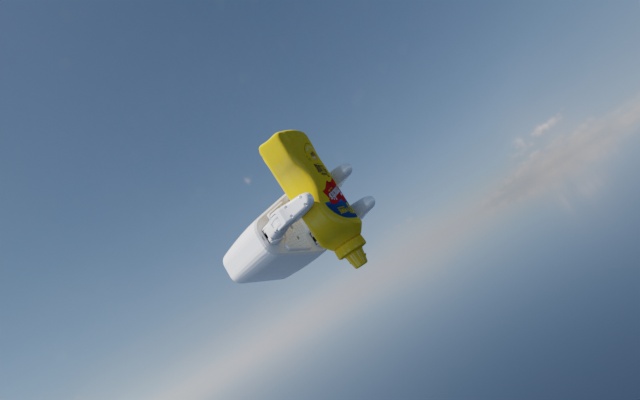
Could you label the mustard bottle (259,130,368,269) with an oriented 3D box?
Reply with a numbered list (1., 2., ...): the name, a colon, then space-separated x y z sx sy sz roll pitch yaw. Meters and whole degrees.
1. mustard bottle: 0.000 0.002 0.609 0.058 0.191 0.096 -36 -12 17
